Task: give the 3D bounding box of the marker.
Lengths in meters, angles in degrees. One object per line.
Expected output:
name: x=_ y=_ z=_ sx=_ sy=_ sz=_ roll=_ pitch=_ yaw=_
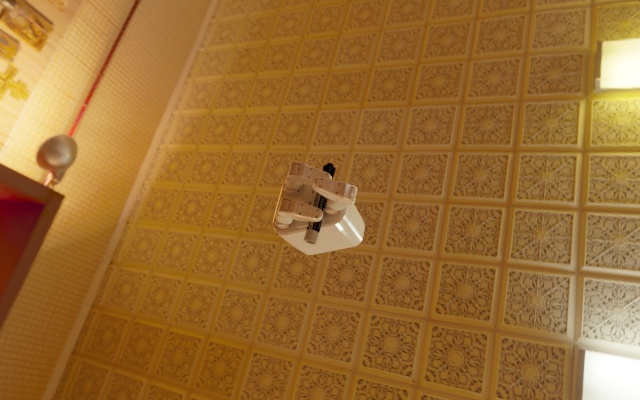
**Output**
marker: x=0.000 y=0.002 z=0.667 sx=0.020 sy=0.121 sz=0.020 roll=13 pitch=-21 yaw=5
